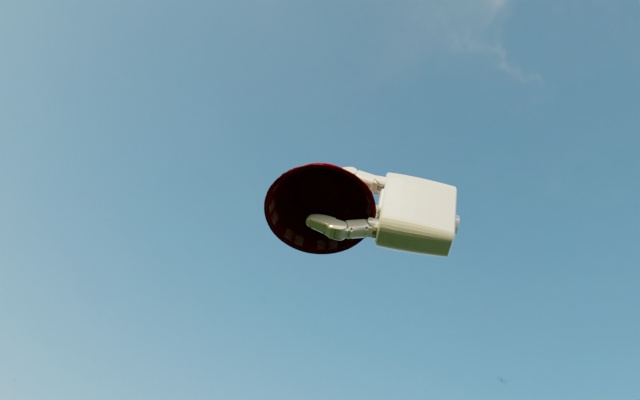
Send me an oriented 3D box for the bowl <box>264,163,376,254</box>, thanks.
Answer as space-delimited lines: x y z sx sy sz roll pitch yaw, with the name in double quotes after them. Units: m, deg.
-0.001 0.002 0.703 0.162 0.162 0.055 0 36 3 "bowl"
